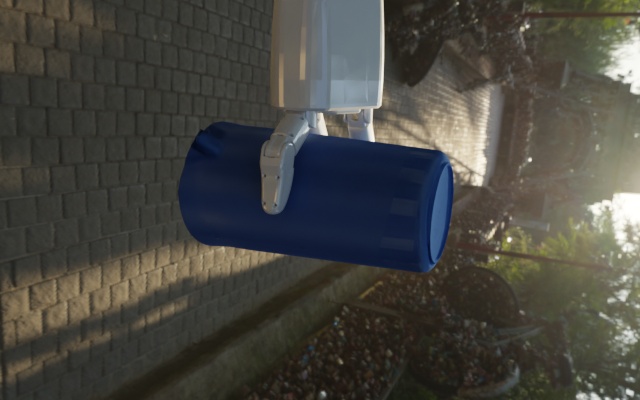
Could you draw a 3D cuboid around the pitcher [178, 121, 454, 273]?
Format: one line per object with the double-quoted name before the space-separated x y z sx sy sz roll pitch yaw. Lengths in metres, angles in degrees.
"pitcher" 0.000 0.001 0.471 0.243 0.145 0.149 8 15 25
